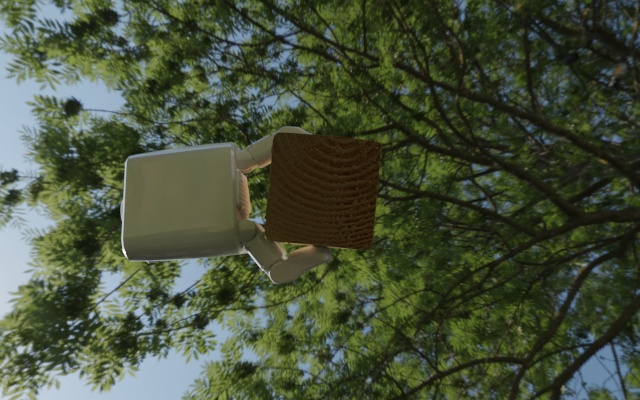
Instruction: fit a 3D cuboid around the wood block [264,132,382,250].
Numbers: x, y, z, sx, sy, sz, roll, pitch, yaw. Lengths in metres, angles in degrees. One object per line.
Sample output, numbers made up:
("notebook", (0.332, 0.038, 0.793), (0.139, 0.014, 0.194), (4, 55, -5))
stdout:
("wood block", (0.000, 0.001, 0.484), (0.090, 0.091, 0.206), (5, -5, -1))
